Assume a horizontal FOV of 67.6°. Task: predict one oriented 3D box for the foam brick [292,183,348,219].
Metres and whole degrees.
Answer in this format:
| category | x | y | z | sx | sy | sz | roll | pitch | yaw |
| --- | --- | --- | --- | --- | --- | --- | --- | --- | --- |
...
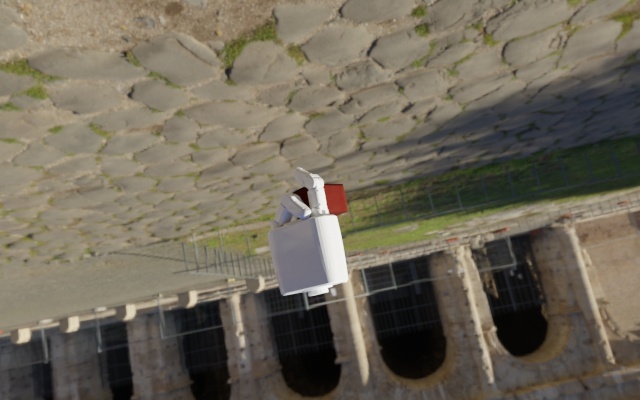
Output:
| category | x | y | z | sx | sy | sz | roll | pitch | yaw |
| --- | --- | --- | --- | --- | --- | --- | --- | --- | --- |
| foam brick | 0.000 | 0.003 | 0.816 | 0.078 | 0.051 | 0.053 | -1 | -17 | -45 |
